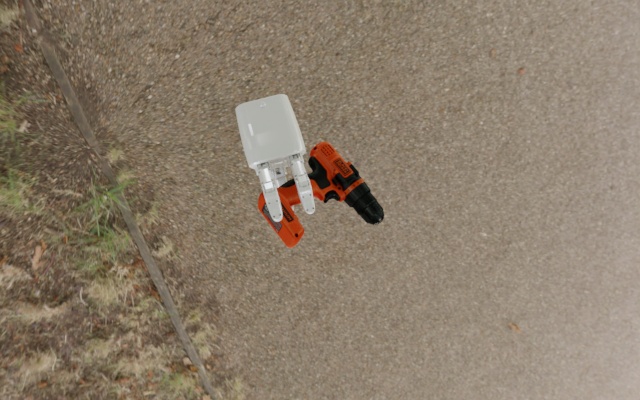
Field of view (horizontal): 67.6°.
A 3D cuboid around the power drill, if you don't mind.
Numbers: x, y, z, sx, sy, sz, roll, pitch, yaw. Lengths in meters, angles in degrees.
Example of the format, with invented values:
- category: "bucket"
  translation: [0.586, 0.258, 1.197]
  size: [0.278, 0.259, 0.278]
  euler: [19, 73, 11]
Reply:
- category: "power drill"
  translation: [0.000, 0.003, 0.839]
  size: [0.187, 0.184, 0.057]
  euler: [-33, -14, -29]
